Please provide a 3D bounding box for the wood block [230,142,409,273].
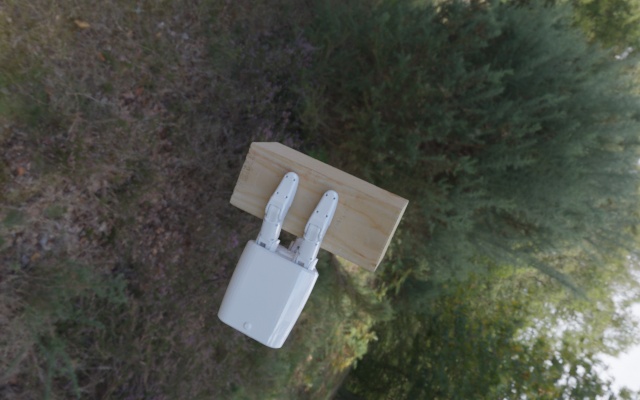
[{"bbox_3d":[0.000,0.002,0.632,0.206,0.090,0.091,25,12,12],"label":"wood block"}]
